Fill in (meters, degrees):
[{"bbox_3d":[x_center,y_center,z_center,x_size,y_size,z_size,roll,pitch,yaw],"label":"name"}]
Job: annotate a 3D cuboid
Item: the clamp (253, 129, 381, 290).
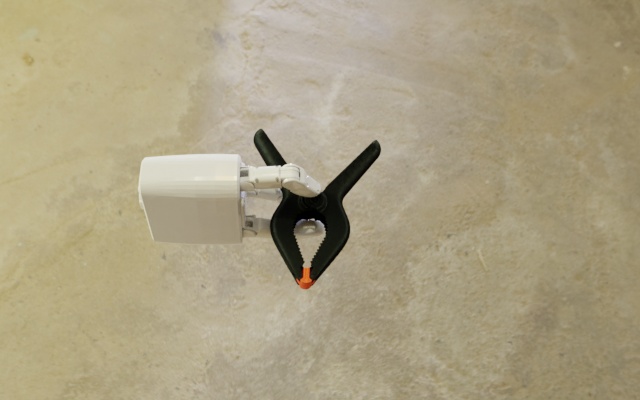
[{"bbox_3d":[0.000,0.002,0.580,0.164,0.210,0.036,-1,-26,-4],"label":"clamp"}]
